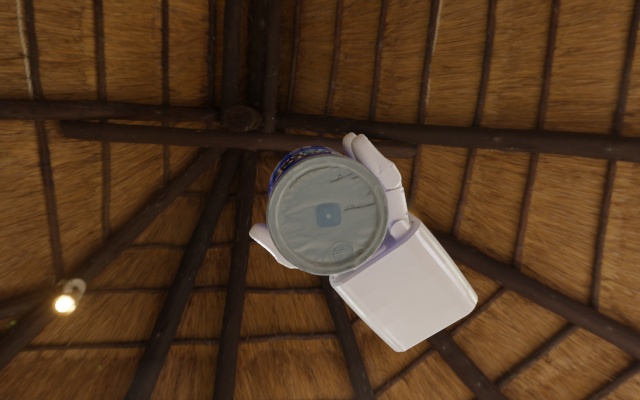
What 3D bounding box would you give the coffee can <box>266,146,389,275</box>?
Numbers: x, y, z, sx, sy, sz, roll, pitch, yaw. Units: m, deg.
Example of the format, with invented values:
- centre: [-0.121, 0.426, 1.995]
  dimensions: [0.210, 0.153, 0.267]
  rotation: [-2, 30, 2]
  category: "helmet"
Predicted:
- centre: [0.000, 0.001, 0.463]
  dimensions: [0.103, 0.103, 0.140]
  rotation: [0, 10, -6]
  category: "coffee can"
